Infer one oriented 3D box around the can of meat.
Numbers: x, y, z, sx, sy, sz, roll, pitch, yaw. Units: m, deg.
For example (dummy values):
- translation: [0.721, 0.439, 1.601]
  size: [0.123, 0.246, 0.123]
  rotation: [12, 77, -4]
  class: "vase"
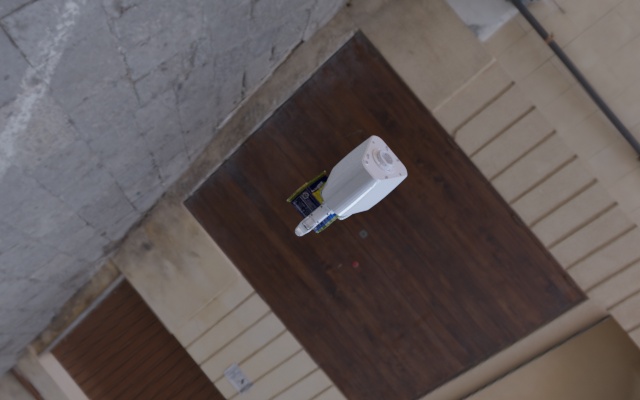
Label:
- translation: [0.000, 0.003, 0.885]
  size: [0.057, 0.084, 0.102]
  rotation: [-41, -2, 35]
  class: "can of meat"
